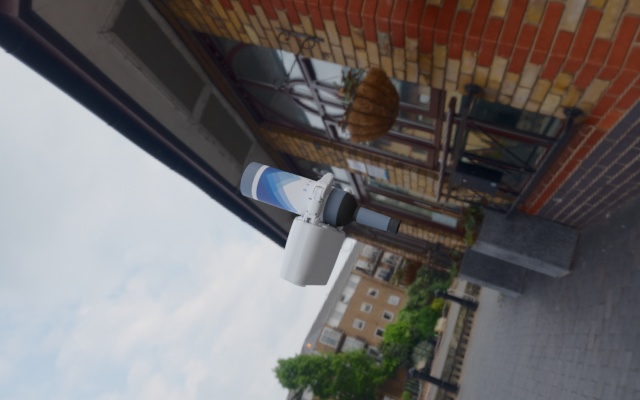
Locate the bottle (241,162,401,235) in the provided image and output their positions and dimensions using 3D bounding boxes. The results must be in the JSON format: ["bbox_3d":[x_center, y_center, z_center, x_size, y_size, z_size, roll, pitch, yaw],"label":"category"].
[{"bbox_3d":[0.000,0.003,0.863,0.295,0.069,0.069,18,5,16],"label":"bottle"}]
